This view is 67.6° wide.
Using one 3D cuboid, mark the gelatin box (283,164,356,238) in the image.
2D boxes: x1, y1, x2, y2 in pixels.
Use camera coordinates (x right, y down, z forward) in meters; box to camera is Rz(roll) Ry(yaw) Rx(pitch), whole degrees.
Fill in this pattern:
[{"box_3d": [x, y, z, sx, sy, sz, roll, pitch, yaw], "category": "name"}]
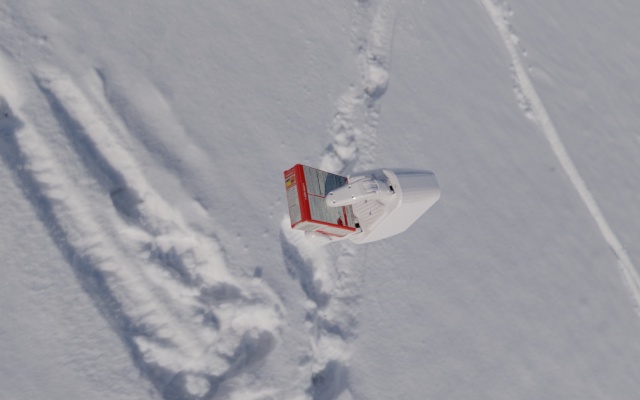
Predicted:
[{"box_3d": [0.000, 0.002, 0.574, 0.030, 0.073, 0.089, -27, -28, 38], "category": "gelatin box"}]
